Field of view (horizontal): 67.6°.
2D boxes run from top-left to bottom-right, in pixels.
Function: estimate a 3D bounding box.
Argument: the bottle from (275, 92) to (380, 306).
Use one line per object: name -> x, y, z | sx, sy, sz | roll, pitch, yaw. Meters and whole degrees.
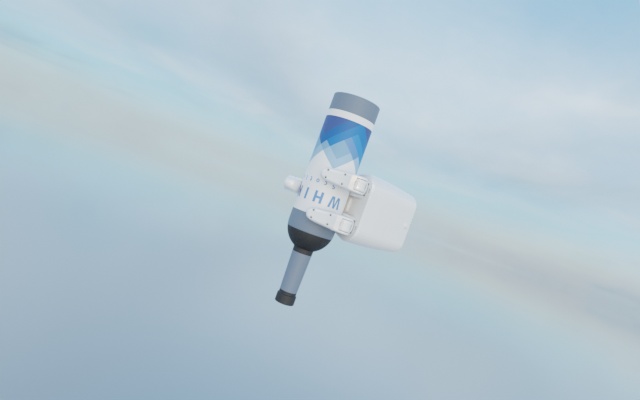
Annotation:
bottle -> 0.000, 0.002, 0.656 | 0.069, 0.295, 0.069 | 20, 0, 0
